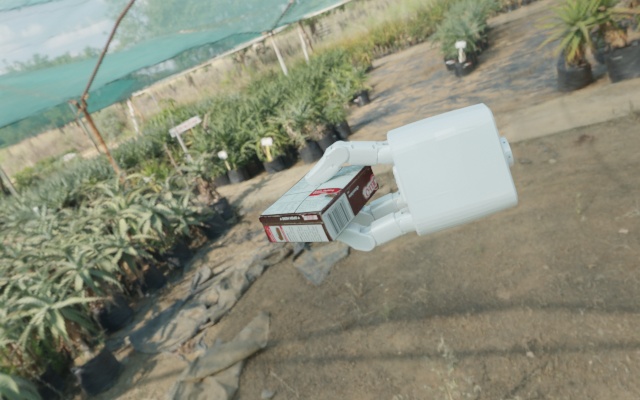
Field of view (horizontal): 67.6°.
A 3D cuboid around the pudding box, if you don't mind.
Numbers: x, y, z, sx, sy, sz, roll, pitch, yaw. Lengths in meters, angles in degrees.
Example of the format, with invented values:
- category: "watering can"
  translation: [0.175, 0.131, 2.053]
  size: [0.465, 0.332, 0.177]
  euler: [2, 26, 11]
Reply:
- category: "pudding box"
  translation: [0.000, 0.002, 0.531]
  size: [0.090, 0.039, 0.113]
  euler: [-5, 26, 39]
